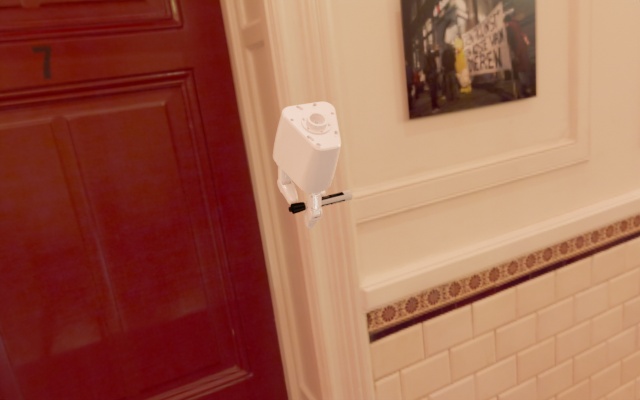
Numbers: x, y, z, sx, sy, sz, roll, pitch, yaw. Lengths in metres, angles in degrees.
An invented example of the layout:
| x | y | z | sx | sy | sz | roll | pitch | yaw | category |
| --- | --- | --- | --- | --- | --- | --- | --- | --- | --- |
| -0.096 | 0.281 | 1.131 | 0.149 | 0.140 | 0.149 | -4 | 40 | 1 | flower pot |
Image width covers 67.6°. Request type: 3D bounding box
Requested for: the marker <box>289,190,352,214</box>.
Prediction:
| x | y | z | sx | sy | sz | roll | pitch | yaw | category |
| --- | --- | --- | --- | --- | --- | --- | --- | --- | --- |
| 0.000 | 0.003 | 0.853 | 0.121 | 0.020 | 0.020 | -13 | 5 | -22 | marker |
